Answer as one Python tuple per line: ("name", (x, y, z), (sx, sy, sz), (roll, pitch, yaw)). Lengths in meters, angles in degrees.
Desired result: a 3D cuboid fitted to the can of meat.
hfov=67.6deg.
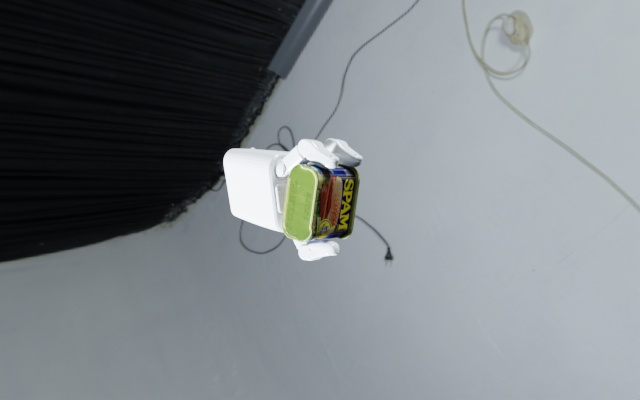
("can of meat", (0.000, 0.002, 0.624), (0.057, 0.102, 0.084), (15, 12, 39))
